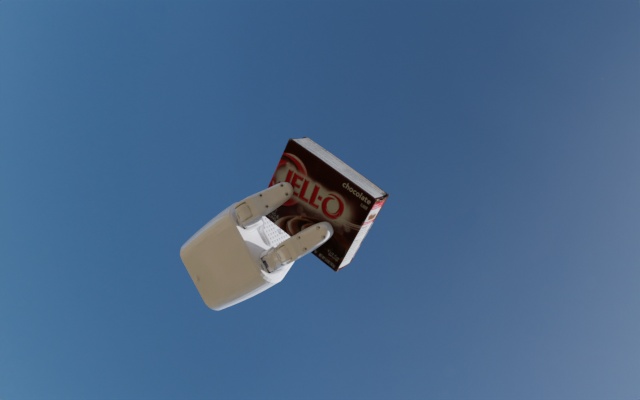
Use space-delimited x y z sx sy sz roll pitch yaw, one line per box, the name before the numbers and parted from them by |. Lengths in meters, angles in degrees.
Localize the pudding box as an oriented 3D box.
pudding box | 0.000 0.002 0.485 0.113 0.090 0.039 35 27 18
